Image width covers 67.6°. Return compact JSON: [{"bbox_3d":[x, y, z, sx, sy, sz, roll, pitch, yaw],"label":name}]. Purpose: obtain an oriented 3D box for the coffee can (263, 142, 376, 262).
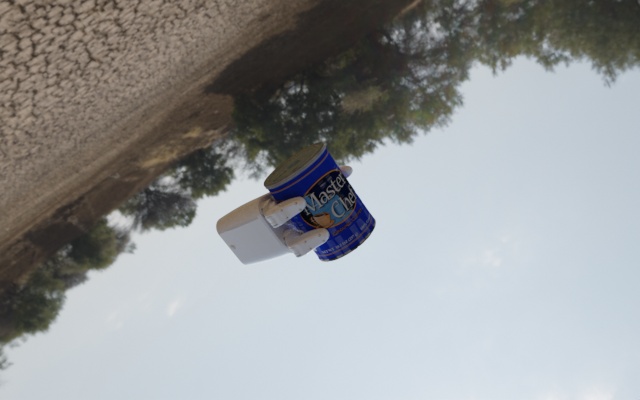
[{"bbox_3d":[0.000,0.002,0.687,0.103,0.140,0.102,-32,17,11],"label":"coffee can"}]
